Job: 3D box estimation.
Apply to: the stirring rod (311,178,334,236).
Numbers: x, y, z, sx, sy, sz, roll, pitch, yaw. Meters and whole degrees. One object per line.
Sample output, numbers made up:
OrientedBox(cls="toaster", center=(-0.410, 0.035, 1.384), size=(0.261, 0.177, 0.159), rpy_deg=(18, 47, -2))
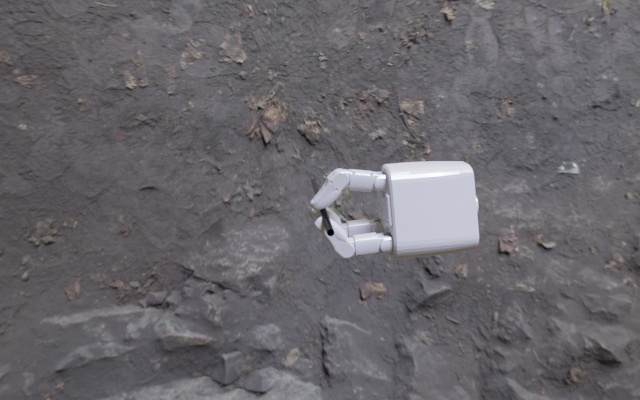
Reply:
OrientedBox(cls="stirring rod", center=(0.000, 0.002, 0.623), size=(0.011, 0.011, 0.239), rpy_deg=(0, 16, -5))
